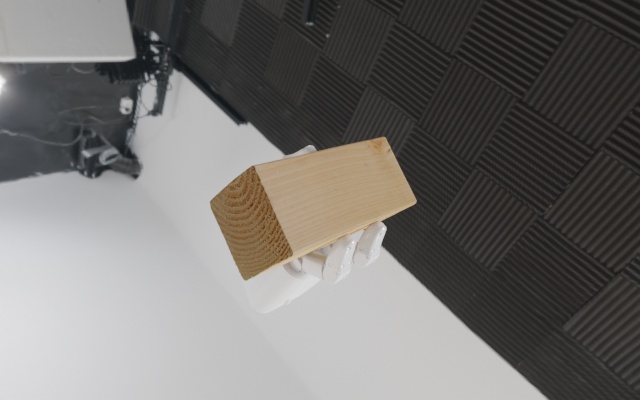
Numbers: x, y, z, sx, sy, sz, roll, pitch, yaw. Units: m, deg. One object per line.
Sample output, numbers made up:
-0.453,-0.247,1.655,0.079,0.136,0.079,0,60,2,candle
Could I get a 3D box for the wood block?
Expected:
0.000,0.002,0.520,0.206,0.091,0.090,-19,-10,-46,wood block
